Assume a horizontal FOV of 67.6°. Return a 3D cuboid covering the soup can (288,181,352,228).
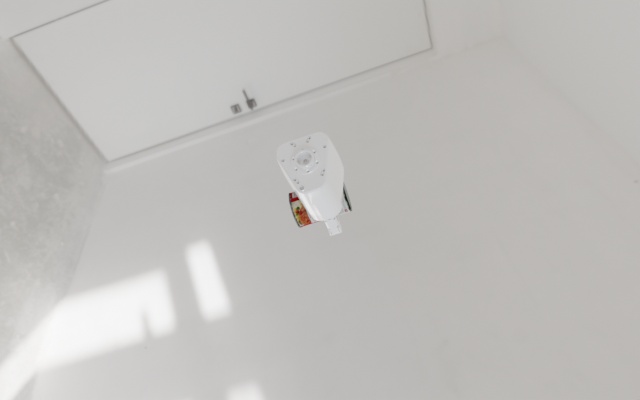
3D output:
[{"bbox_3d":[0.001,0.003,0.875,0.102,0.068,0.068,-18,-2,6],"label":"soup can"}]
